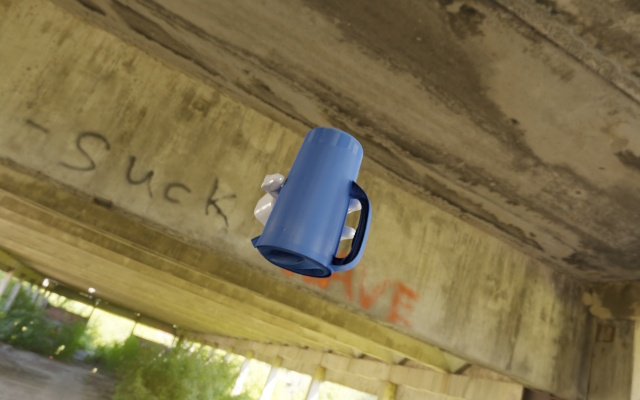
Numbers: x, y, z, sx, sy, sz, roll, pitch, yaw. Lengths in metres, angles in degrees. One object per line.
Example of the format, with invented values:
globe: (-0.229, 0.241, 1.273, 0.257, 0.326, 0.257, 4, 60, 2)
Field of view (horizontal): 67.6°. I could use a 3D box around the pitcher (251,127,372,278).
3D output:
pitcher: (0.000, 0.003, 0.810, 0.149, 0.242, 0.145, 28, -23, -20)
